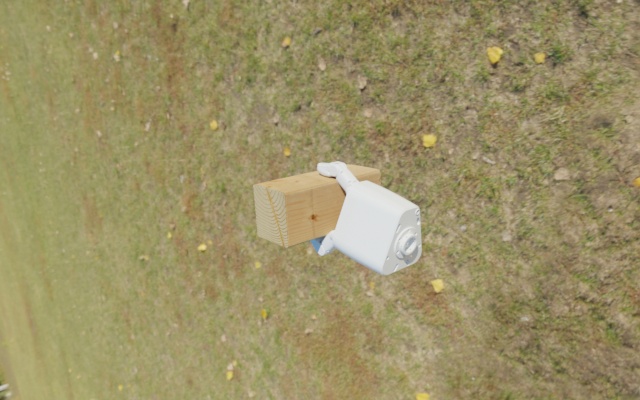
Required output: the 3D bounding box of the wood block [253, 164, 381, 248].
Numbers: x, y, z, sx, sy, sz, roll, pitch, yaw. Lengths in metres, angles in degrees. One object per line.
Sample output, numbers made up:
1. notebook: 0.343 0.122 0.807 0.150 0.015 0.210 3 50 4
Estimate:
1. wood block: 0.000 0.002 0.810 0.206 0.091 0.090 -15 19 -37
